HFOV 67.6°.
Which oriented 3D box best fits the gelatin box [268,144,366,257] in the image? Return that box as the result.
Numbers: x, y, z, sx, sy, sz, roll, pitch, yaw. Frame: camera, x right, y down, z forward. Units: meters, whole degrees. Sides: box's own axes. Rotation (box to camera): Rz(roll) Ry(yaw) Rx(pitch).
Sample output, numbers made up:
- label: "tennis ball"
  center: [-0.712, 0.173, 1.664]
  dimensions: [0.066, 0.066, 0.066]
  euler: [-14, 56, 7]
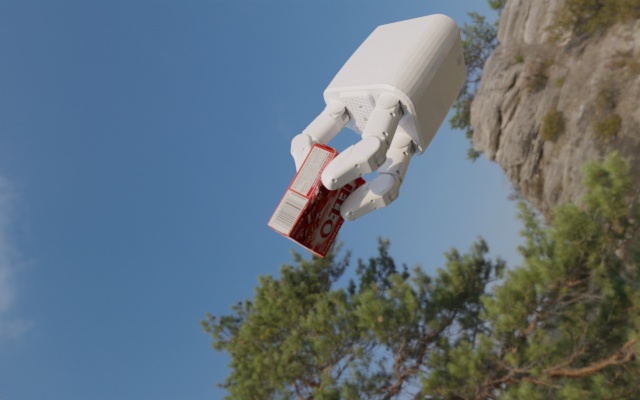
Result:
- label: "gelatin box"
  center: [0.000, 0.002, 0.449]
  dimensions: [0.030, 0.089, 0.073]
  euler: [26, -7, 33]
